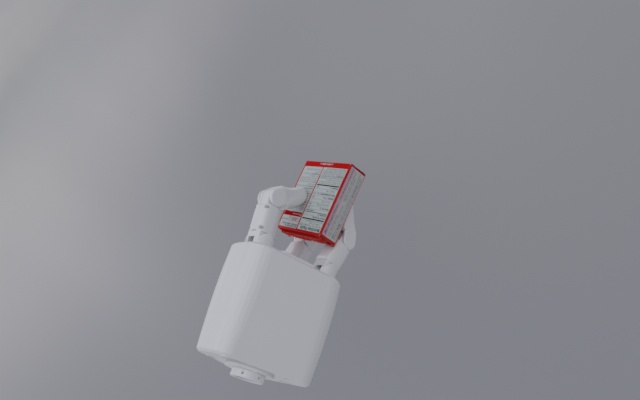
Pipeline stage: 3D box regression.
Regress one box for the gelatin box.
[{"bbox_3d":[0.000,0.001,0.525,0.073,0.089,0.030,8,-20,47],"label":"gelatin box"}]
